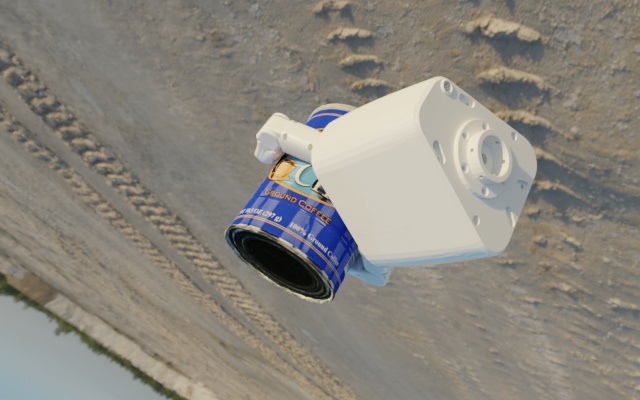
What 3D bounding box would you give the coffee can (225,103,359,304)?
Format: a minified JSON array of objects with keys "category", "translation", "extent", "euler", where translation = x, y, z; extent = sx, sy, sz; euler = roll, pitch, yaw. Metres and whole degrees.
[{"category":"coffee can","translation":[0.000,0.001,0.412],"extent":[0.103,0.140,0.103],"euler":[26,-28,15]}]
